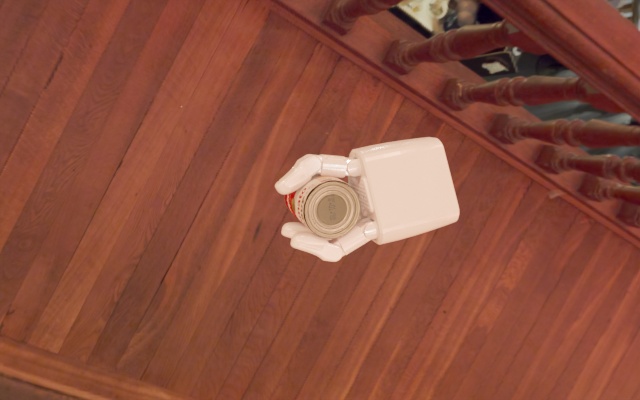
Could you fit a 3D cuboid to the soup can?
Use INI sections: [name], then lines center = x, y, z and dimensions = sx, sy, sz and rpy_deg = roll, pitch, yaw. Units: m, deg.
[soup can]
center = 0.000, 0.002, 0.569
dimensions = 0.068, 0.068, 0.102
rpy_deg = 0, 11, -16
